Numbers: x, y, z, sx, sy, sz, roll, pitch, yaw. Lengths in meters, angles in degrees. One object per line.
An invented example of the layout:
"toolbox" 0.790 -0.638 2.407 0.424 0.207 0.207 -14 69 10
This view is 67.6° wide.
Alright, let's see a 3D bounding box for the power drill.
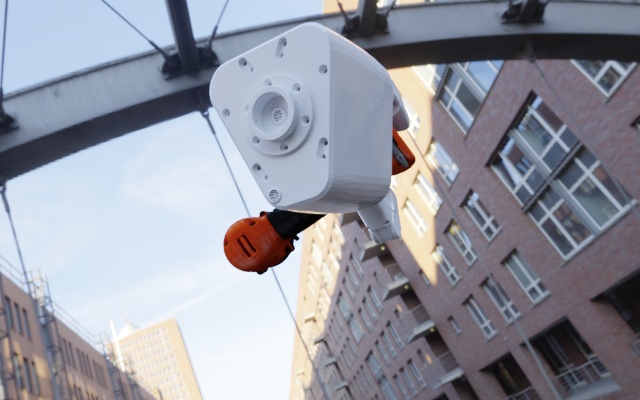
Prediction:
"power drill" 0.000 0.001 0.473 0.187 0.057 0.184 -39 -3 1
